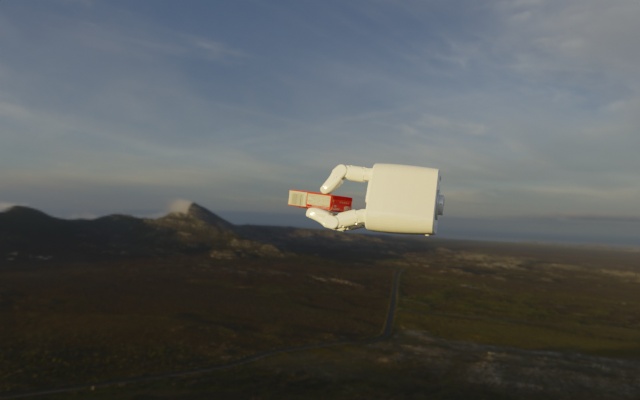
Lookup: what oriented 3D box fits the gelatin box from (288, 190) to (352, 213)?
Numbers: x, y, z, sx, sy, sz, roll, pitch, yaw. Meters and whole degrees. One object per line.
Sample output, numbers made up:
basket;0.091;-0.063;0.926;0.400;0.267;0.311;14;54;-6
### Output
gelatin box;0.000;0.002;0.829;0.089;0.030;0.073;8;0;30
